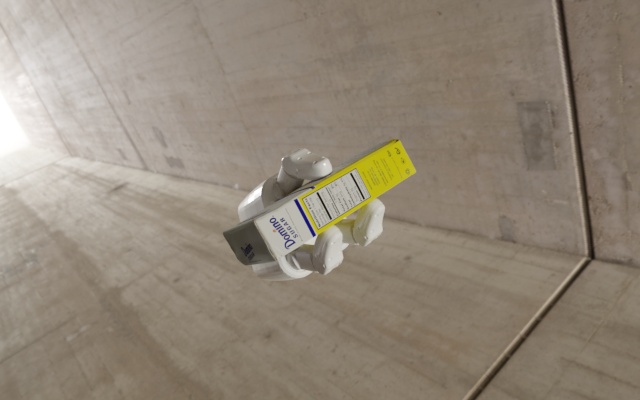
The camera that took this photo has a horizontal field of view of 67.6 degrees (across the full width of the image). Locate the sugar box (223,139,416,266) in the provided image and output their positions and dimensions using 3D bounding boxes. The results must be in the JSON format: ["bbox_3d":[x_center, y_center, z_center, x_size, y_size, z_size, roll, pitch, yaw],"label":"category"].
[{"bbox_3d":[0.000,0.002,0.465,0.176,0.048,0.093,-33,7,-28],"label":"sugar box"}]
